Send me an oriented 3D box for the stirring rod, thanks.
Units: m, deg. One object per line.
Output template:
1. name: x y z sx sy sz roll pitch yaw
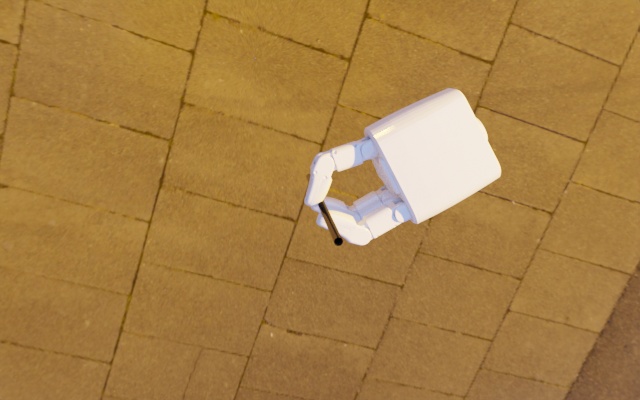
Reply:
1. stirring rod: 0.000 0.002 0.528 0.011 0.011 0.239 0 16 -8
